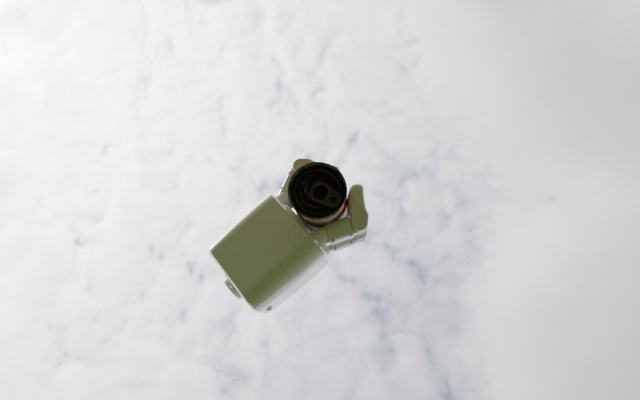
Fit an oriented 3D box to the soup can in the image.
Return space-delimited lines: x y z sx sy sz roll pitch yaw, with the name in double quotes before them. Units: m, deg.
"soup can" 0.000 0.002 0.587 0.068 0.068 0.102 0 -16 5
